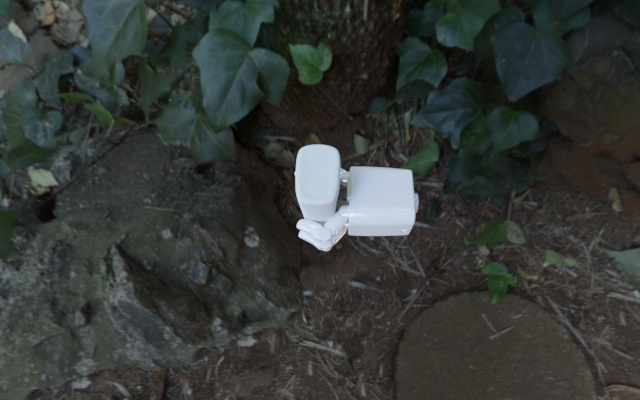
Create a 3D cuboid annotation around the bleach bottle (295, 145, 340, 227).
[{"bbox_3d":[0.000,0.003,0.830,0.068,0.102,0.251,2,-19,3],"label":"bleach bottle"}]
